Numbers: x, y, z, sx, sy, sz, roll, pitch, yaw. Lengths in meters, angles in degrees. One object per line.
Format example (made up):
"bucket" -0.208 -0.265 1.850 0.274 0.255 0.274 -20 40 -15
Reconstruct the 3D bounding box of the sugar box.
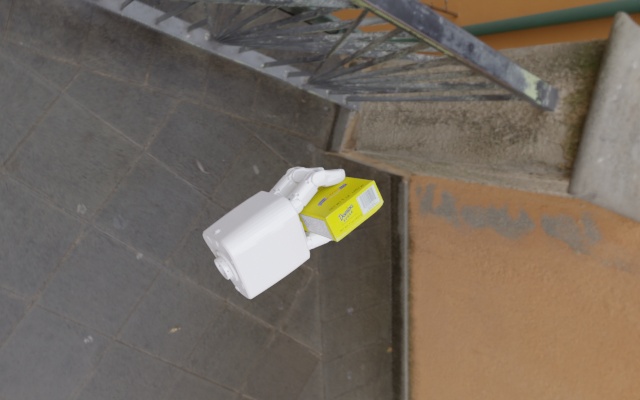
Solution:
"sugar box" 0.000 0.002 0.700 0.093 0.048 0.176 -36 27 -24
